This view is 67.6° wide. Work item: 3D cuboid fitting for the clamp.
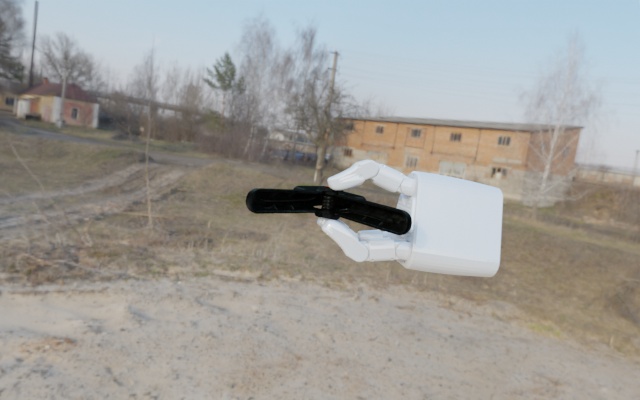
[{"bbox_3d":[0.000,0.001,0.554,0.164,0.036,0.210,9,5,-7],"label":"clamp"}]
